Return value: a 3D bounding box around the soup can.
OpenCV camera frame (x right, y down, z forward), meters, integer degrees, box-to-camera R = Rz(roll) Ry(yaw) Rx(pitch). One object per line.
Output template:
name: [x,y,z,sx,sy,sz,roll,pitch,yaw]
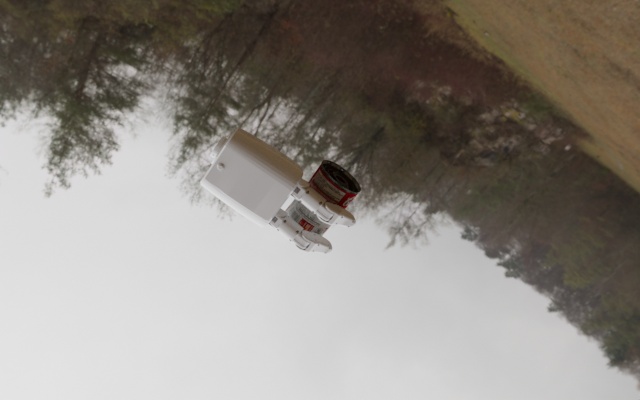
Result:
soup can: [0.000,0.003,0.683,0.068,0.102,0.068,32,23,-16]
